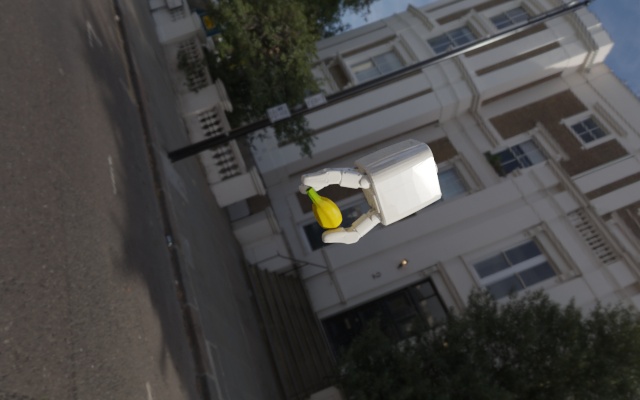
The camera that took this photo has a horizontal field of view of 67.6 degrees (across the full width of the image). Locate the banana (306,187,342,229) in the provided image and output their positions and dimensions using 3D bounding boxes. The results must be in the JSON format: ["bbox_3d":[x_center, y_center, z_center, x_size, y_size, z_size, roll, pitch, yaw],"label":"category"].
[{"bbox_3d":[0.009,0.019,0.809,0.037,0.069,0.198,-27,-8,-4],"label":"banana"}]
